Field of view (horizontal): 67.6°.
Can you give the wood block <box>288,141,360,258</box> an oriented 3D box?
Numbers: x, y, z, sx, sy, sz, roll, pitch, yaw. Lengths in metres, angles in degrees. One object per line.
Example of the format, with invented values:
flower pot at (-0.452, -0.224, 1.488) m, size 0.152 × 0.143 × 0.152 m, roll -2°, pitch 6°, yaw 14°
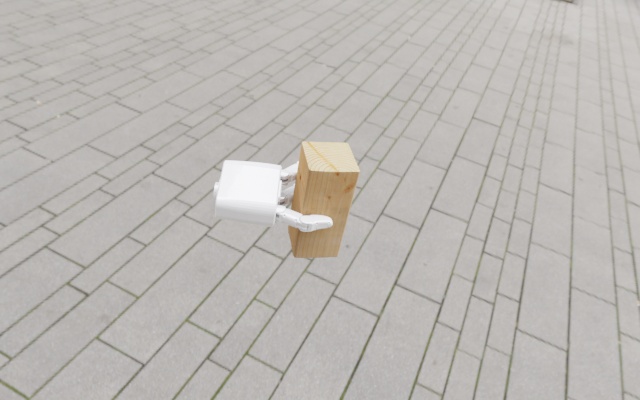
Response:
wood block at (0.000, 0.003, 0.886) m, size 0.090 × 0.206 × 0.090 m, roll 0°, pitch 40°, yaw -14°
